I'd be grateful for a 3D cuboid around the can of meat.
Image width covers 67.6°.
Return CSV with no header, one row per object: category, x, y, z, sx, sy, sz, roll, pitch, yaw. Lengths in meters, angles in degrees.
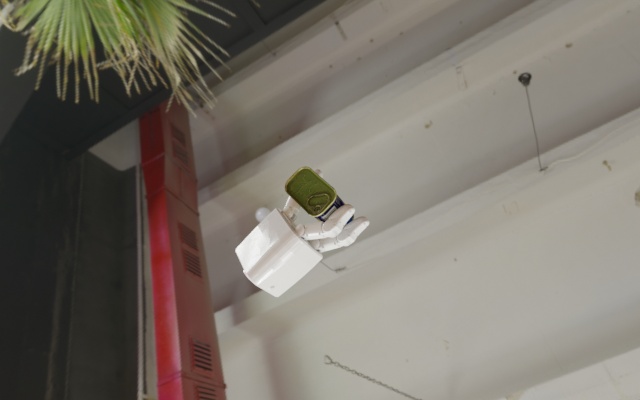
can of meat,0.000,0.003,0.798,0.102,0.057,0.084,42,-3,39
